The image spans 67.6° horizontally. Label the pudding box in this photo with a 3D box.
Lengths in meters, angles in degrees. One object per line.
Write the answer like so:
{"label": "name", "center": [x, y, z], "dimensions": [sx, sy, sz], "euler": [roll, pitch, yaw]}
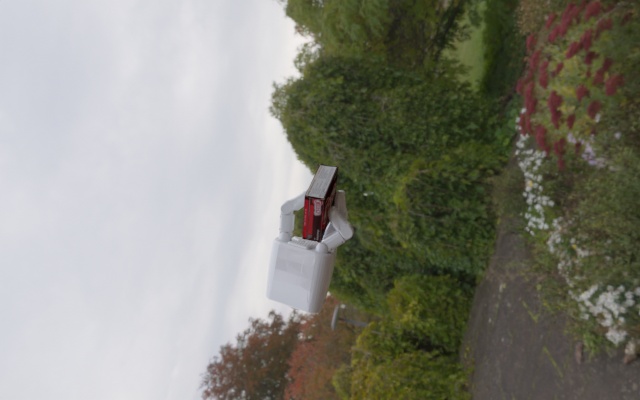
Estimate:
{"label": "pudding box", "center": [0.000, 0.003, 0.816], "dimensions": [0.039, 0.090, 0.113], "euler": [10, 35, 7]}
